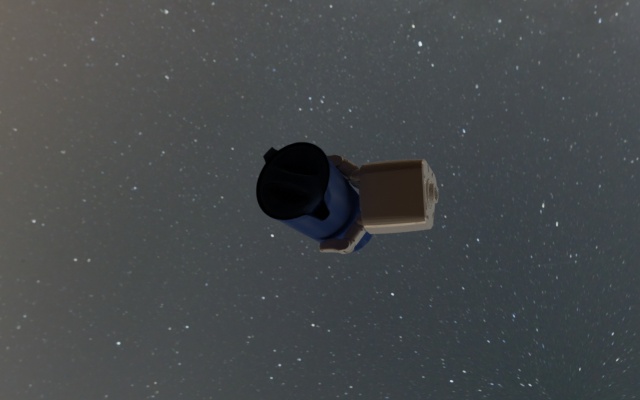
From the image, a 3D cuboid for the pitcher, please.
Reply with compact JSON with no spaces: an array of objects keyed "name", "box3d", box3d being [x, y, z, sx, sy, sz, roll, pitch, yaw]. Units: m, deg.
[{"name":"pitcher","box3d":[0.000,0.003,0.841,0.145,0.149,0.243,-6,-24,26]}]
